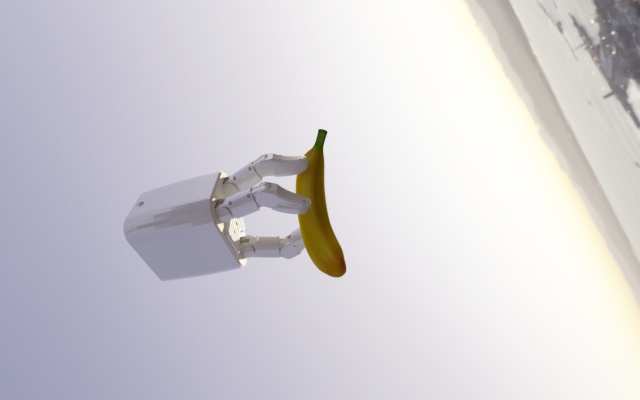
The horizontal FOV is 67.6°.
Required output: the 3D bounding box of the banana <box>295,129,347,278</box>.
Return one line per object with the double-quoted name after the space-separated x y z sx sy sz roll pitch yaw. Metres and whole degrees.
-0.004 0.010 0.536 0.037 0.197 0.070 2 -37 -14 "banana"
